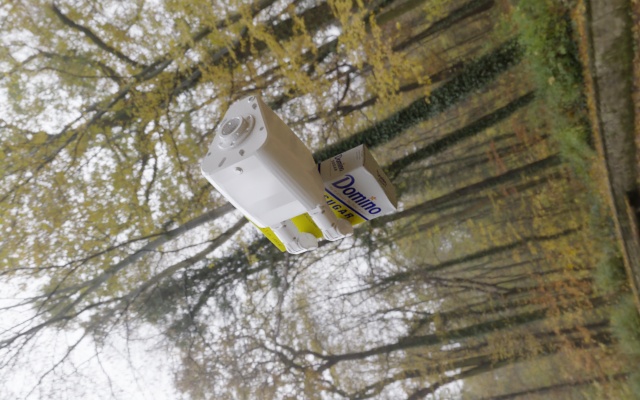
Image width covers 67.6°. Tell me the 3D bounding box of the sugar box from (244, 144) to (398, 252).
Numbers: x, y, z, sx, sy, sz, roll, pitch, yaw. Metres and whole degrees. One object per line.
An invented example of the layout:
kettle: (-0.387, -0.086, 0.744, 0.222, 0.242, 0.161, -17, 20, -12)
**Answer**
sugar box: (0.000, 0.002, 0.617, 0.176, 0.048, 0.093, -21, -47, 24)
